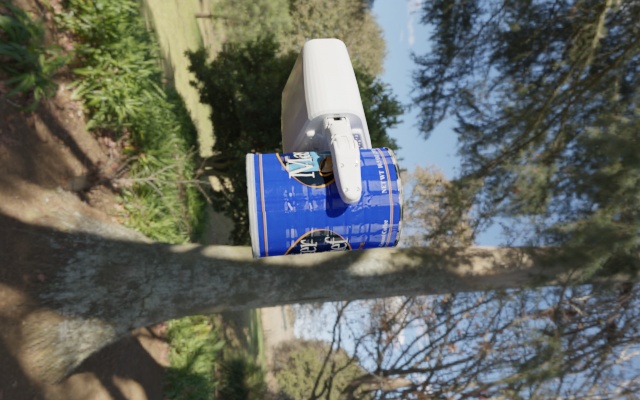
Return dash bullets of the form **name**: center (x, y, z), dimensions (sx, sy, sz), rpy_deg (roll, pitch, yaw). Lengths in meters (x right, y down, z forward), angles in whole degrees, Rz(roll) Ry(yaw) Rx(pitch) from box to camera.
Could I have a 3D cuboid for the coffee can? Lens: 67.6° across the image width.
- **coffee can**: center (0.000, 0.002, 0.474), dimensions (0.140, 0.103, 0.103), rpy_deg (-4, 0, -7)
